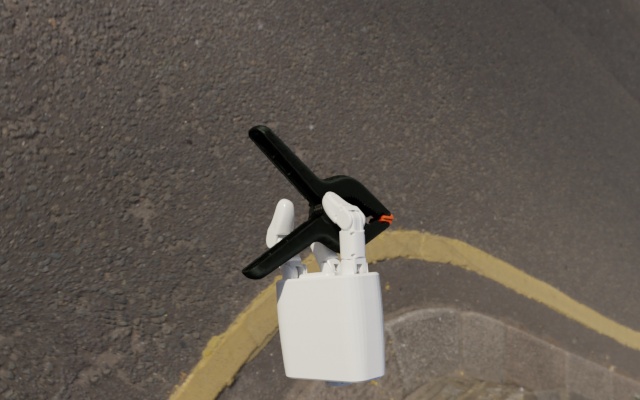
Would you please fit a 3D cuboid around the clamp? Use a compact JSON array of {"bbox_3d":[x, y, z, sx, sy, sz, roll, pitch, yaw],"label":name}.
[{"bbox_3d":[0.001,0.002,0.553,0.210,0.164,0.036,2,-9,-38],"label":"clamp"}]
